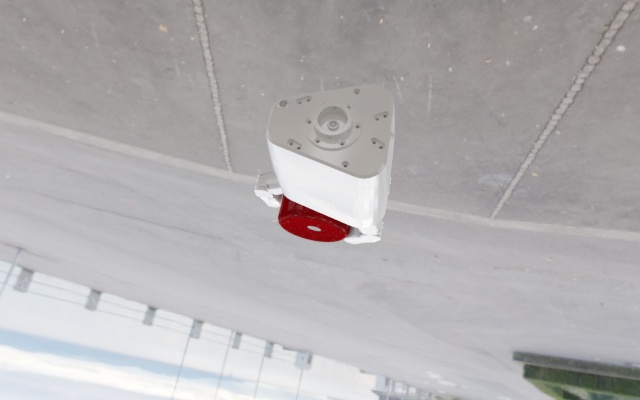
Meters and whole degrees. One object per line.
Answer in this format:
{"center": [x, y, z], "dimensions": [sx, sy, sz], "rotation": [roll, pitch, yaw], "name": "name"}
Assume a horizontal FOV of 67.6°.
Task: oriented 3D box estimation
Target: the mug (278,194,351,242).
{"center": [0.000, 0.003, 0.557], "dimensions": [0.093, 0.081, 0.117], "rotation": [7, -24, 11], "name": "mug"}
